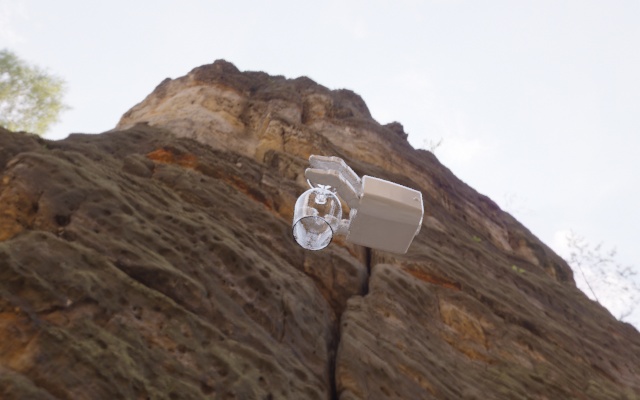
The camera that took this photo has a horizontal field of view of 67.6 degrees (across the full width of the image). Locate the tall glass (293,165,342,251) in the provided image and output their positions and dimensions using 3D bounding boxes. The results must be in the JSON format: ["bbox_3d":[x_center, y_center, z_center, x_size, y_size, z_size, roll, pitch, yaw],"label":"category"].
[{"bbox_3d":[0.000,0.002,0.800,0.079,0.079,0.201,0,28,8],"label":"tall glass"}]
